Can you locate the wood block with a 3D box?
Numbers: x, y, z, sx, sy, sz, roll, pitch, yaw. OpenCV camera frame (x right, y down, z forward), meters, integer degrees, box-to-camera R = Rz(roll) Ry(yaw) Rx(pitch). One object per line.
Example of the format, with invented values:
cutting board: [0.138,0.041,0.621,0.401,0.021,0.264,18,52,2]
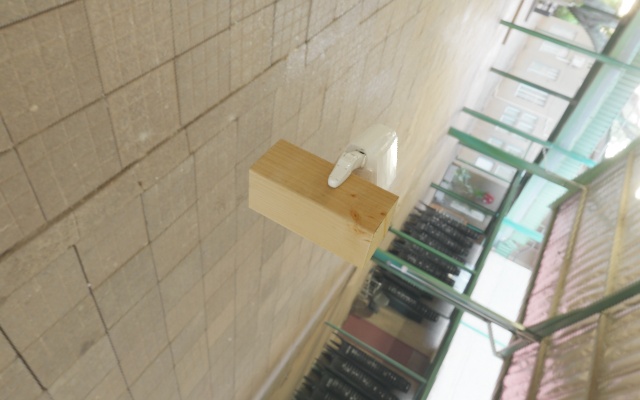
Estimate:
wood block: [0.000,0.002,0.723,0.206,0.091,0.090,27,49,15]
